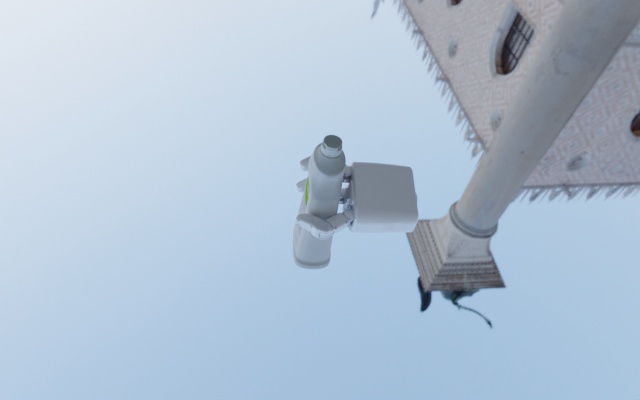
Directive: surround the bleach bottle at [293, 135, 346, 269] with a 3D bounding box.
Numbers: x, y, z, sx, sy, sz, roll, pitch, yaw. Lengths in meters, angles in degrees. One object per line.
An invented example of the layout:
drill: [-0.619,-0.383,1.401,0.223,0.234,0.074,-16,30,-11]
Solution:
bleach bottle: [0.000,0.002,0.777,0.068,0.102,0.251,2,-41,-10]
